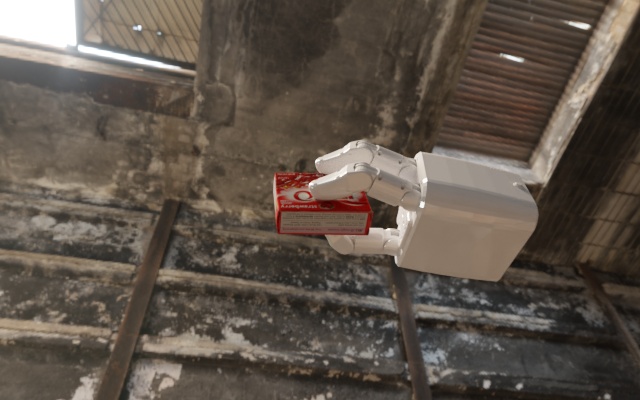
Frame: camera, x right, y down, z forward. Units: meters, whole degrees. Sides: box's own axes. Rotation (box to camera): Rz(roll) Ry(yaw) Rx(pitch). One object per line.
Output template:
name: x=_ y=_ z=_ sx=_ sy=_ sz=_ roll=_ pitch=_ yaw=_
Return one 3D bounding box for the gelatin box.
gelatin box: x=0.000 y=0.002 z=0.466 sx=0.089 sy=0.030 sz=0.073 roll=1 pitch=31 yaw=-9
